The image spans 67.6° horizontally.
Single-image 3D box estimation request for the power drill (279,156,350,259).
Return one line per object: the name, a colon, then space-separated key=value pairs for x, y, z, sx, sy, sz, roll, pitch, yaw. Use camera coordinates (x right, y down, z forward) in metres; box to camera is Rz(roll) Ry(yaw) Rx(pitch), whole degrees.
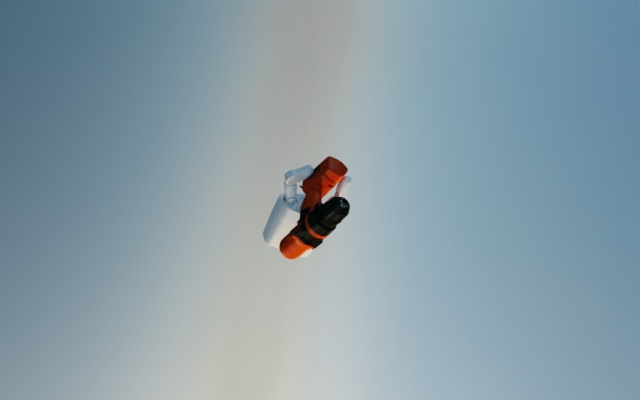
power drill: x=0.000 y=0.003 z=0.889 sx=0.057 sy=0.187 sz=0.184 roll=36 pitch=-49 yaw=-17
